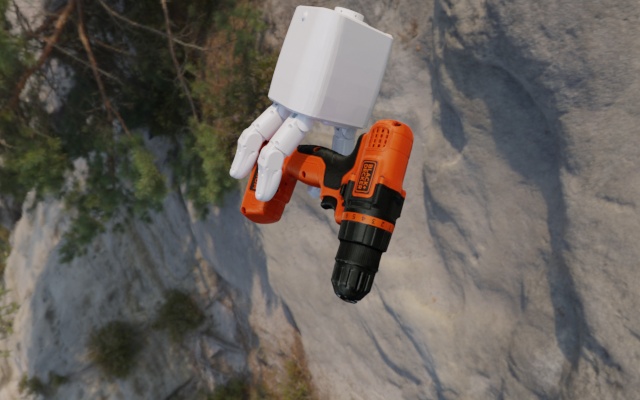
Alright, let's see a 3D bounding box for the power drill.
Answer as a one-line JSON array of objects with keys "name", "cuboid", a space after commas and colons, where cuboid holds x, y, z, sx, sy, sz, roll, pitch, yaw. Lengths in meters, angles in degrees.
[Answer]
[{"name": "power drill", "cuboid": [0.000, 0.001, 0.514, 0.187, 0.184, 0.057, 10, -13, 39]}]
